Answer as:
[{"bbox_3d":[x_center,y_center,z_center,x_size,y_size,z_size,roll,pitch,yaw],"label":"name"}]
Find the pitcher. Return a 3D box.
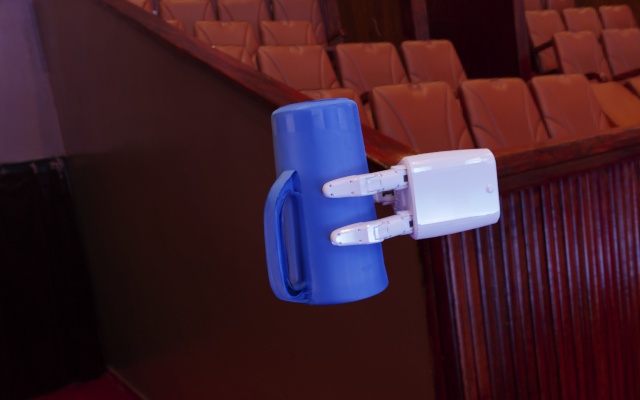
[{"bbox_3d":[0.000,0.002,0.596,0.145,0.243,0.149,-8,7,-3],"label":"pitcher"}]
